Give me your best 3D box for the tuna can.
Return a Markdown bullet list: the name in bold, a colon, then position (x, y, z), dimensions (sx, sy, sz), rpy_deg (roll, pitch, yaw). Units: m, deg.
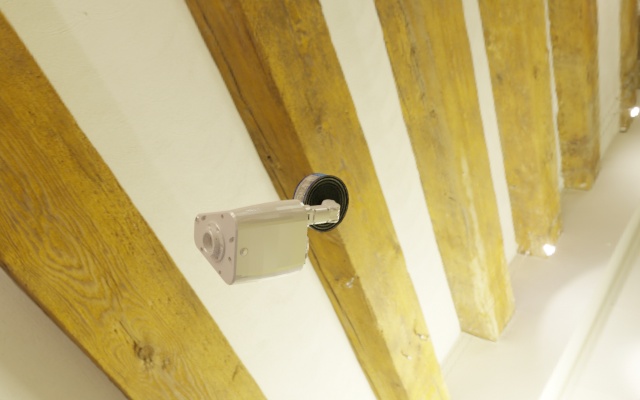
- **tuna can**: position (0.000, 0.002, 0.714), dimensions (0.086, 0.086, 0.033), rpy_deg (0, 10, -40)
